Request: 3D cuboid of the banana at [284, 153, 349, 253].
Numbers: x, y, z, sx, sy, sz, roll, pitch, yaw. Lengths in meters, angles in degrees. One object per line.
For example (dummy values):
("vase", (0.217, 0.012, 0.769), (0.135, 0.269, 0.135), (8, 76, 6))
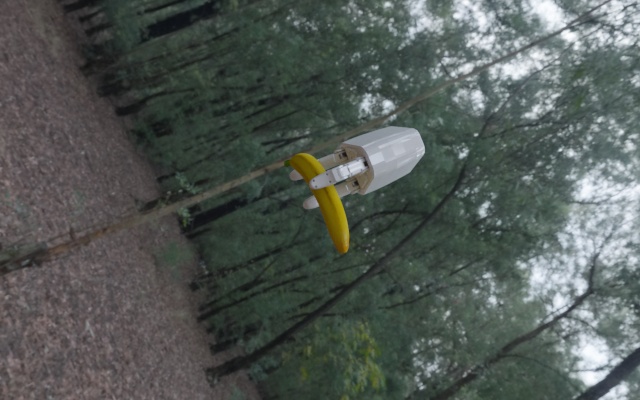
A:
("banana", (0.002, -0.009, 0.781), (0.037, 0.197, 0.070), (-21, -24, -22))
